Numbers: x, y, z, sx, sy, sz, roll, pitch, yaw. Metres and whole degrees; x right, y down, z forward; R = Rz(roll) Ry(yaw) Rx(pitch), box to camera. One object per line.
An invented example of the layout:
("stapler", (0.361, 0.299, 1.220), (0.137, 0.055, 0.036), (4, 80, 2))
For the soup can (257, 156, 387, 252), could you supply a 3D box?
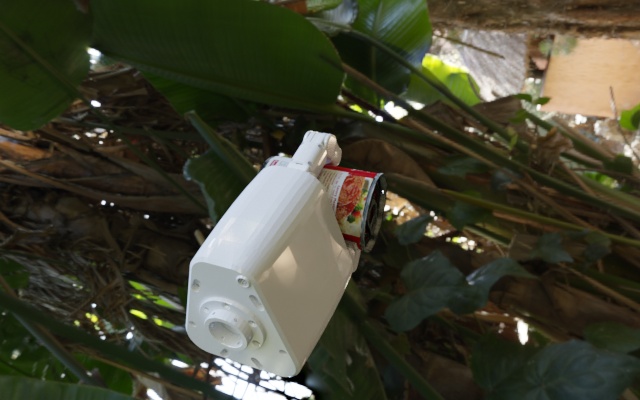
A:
("soup can", (0.000, 0.001, 0.418), (0.102, 0.068, 0.068), (11, 4, 19))
